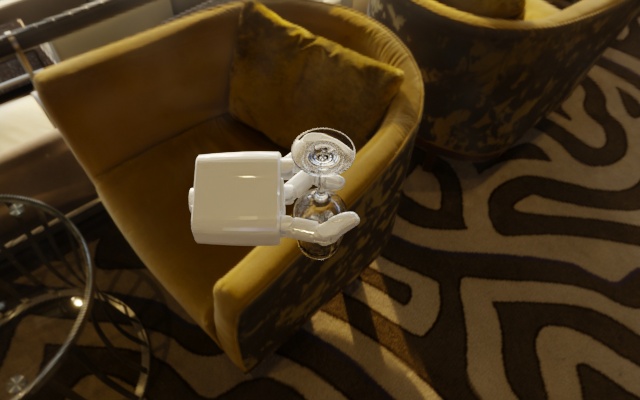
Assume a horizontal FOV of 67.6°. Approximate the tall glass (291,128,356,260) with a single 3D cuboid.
[{"bbox_3d":[0.000,0.002,0.626,0.079,0.079,0.201,0,-36,-2],"label":"tall glass"}]
